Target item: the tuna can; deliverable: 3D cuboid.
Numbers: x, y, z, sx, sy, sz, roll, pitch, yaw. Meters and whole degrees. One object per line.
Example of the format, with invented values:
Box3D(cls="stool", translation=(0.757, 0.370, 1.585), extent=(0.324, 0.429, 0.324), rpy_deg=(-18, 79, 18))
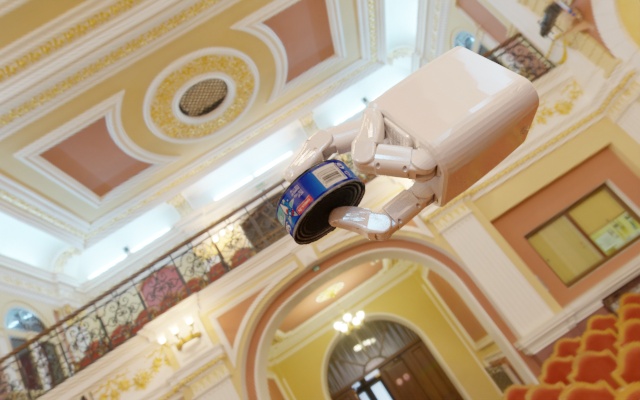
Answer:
Box3D(cls="tuna can", translation=(0.000, 0.001, 0.458), extent=(0.033, 0.086, 0.086), rpy_deg=(49, 24, 23))
